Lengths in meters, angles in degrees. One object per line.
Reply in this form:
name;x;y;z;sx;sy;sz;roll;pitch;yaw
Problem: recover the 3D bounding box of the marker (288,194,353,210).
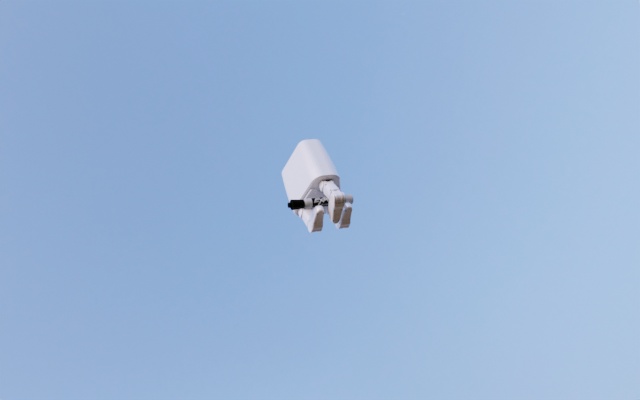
marker;0.000;0.003;0.843;0.121;0.020;0.020;-6;2;-21
